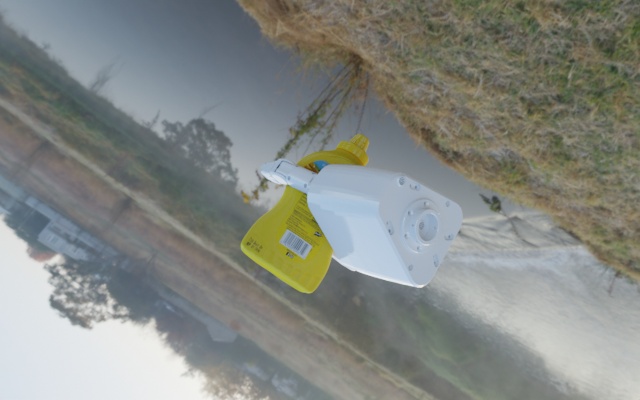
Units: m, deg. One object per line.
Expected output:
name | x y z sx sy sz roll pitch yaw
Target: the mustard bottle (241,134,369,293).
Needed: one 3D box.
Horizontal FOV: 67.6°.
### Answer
mustard bottle | 0.000 0.002 0.545 0.096 0.191 0.058 35 -15 -6
